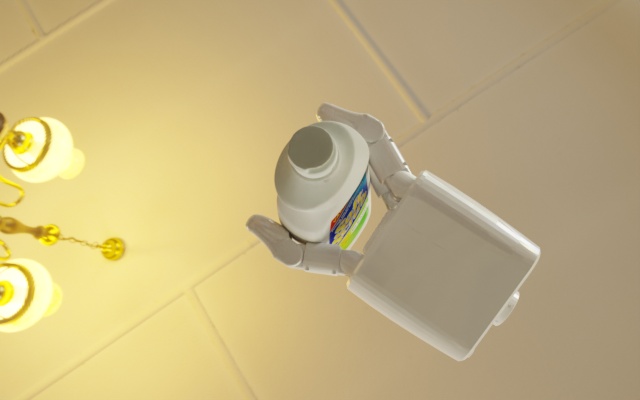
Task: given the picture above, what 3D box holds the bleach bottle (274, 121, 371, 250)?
[{"bbox_3d":[0.000,0.001,0.412,0.068,0.102,0.251,35,-7,11],"label":"bleach bottle"}]
